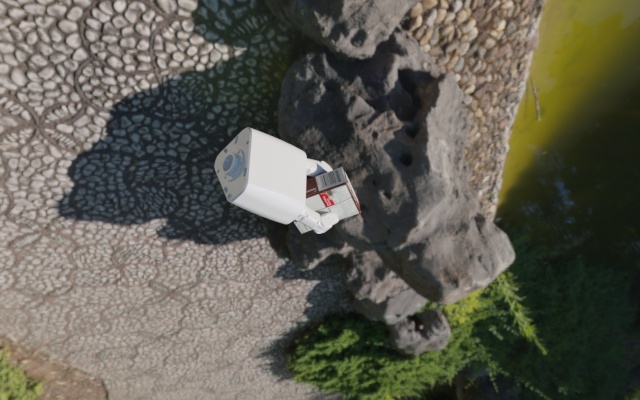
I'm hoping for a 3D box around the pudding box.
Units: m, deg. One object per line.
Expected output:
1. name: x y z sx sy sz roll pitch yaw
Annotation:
1. pudding box: 0.000 0.003 0.777 0.113 0.039 0.090 -19 -37 9
